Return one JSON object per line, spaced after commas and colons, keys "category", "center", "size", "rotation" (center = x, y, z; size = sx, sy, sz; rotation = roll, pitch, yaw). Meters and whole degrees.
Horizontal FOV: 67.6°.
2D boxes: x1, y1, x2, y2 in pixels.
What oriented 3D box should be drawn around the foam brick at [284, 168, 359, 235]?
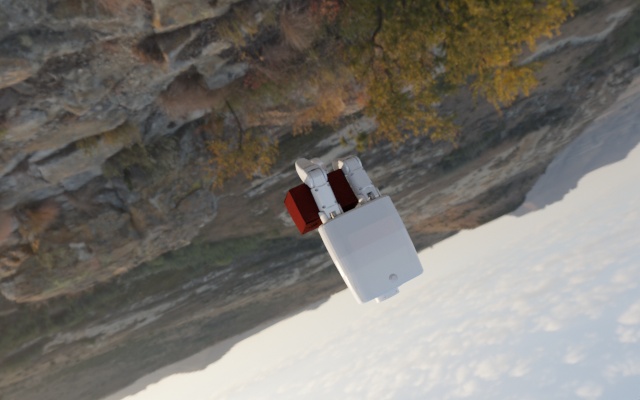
{"category": "foam brick", "center": [0.000, 0.002, 0.618], "size": [0.078, 0.051, 0.053], "rotation": [-23, -12, -16]}
